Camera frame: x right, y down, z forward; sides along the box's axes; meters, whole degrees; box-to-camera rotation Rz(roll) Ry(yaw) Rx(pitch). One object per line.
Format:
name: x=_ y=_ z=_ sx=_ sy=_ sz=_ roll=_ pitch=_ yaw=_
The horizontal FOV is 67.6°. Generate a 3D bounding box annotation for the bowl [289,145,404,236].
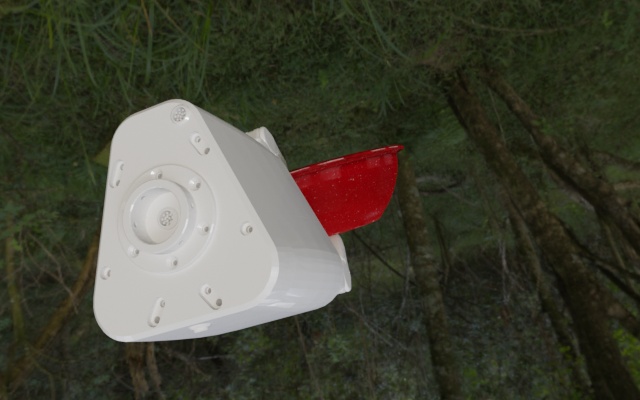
bowl: x=0.001 y=0.002 z=0.413 sx=0.162 sy=0.055 sz=0.162 roll=-16 pitch=0 yaw=0
